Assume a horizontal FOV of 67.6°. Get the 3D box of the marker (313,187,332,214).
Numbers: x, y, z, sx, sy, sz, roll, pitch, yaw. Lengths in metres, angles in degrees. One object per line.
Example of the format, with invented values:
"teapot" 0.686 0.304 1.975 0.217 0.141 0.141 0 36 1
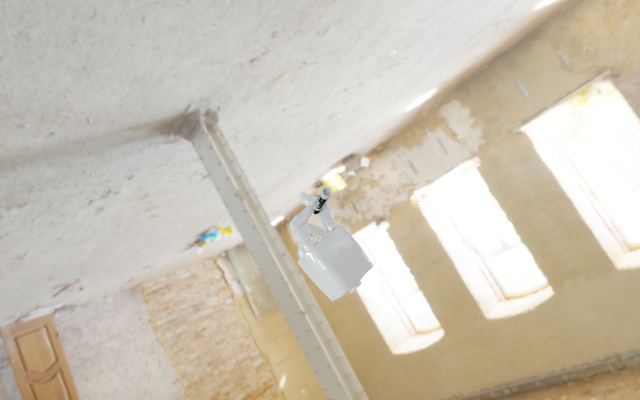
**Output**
"marker" 0.000 0.003 0.897 0.020 0.020 0.121 0 -18 -12
